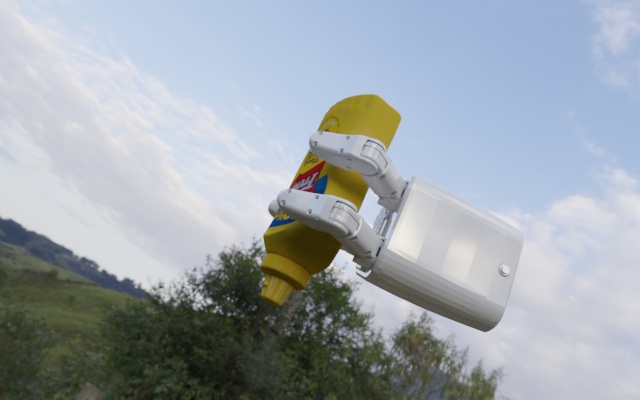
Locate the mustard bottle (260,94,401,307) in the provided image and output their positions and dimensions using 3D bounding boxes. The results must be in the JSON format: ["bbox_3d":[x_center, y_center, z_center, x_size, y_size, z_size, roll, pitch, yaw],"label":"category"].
[{"bbox_3d":[0.000,0.001,0.413,0.058,0.191,0.096,36,-24,-23],"label":"mustard bottle"}]
